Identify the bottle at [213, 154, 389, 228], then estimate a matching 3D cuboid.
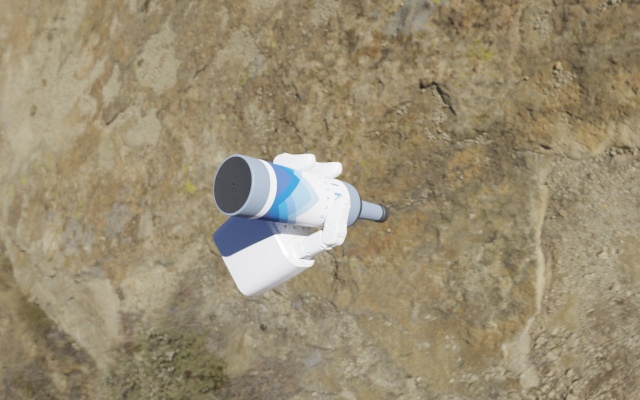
[{"bbox_3d":[0.000,0.002,0.619,0.069,0.069,0.296,0,-7,40],"label":"bottle"}]
